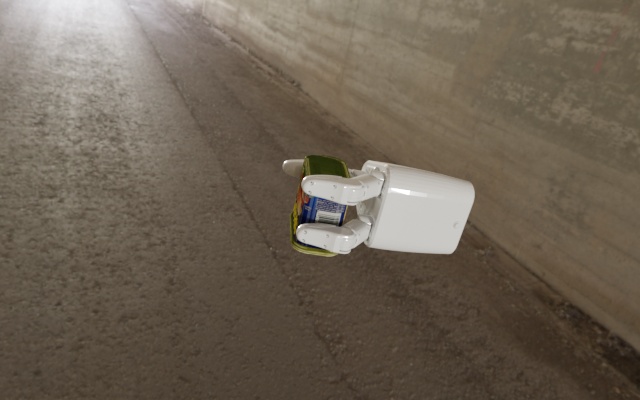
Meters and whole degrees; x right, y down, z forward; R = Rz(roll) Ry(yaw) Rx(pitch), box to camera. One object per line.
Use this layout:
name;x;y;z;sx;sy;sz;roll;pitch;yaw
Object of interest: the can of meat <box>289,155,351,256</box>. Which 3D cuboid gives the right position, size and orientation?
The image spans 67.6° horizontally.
can of meat;0.000;0.001;0.552;0.057;0.084;0.102;10;23;-8
